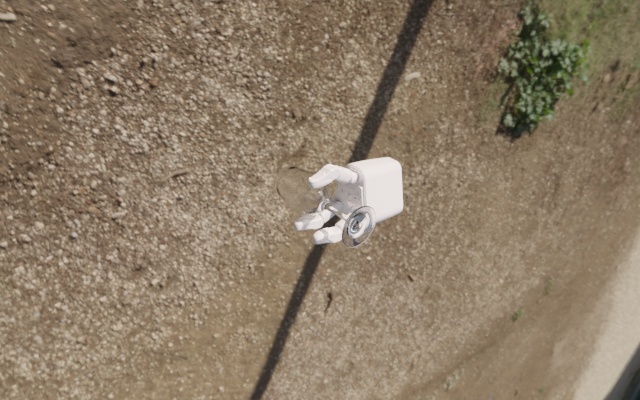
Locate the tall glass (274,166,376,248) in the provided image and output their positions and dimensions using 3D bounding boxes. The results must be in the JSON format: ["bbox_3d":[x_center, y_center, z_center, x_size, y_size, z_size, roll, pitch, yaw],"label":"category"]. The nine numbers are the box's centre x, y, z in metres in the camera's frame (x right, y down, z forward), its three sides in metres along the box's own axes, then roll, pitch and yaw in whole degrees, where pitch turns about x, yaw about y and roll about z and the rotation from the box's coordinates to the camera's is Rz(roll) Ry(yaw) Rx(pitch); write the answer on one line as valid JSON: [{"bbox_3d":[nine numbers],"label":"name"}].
[{"bbox_3d":[0.000,0.003,0.830,0.079,0.079,0.201,0,24,-44],"label":"tall glass"}]
